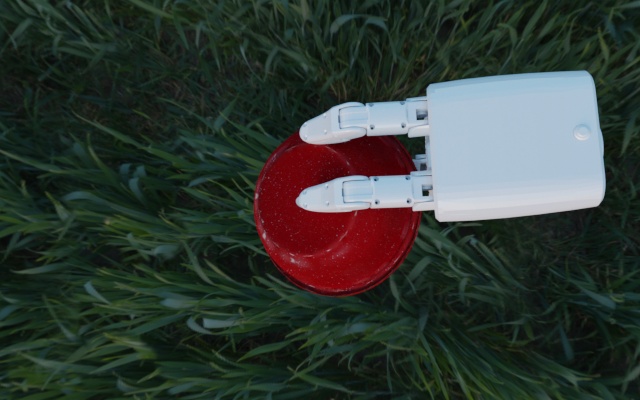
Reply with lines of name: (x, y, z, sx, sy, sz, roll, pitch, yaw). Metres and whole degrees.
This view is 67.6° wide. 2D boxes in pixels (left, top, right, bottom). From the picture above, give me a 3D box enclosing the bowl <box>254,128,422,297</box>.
bowl: (-0.001, 0.002, 0.404, 0.162, 0.162, 0.055, 0, -5, 27)
